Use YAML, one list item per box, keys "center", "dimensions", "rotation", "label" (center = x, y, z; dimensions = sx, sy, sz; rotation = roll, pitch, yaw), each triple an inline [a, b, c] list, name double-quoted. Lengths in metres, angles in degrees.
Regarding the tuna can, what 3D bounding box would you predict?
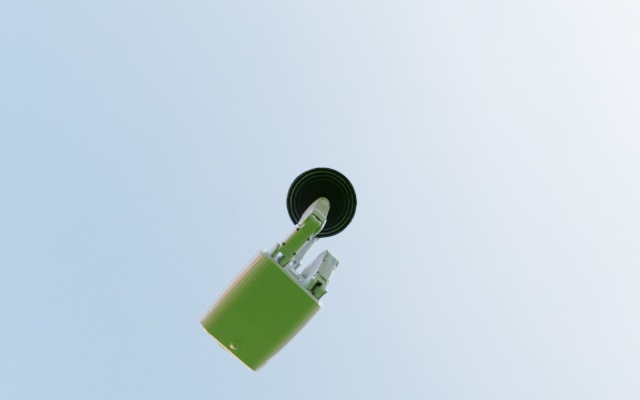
- center: [0.000, 0.002, 0.588]
  dimensions: [0.086, 0.086, 0.034]
  rotation: [0, 3, -7]
  label: "tuna can"
